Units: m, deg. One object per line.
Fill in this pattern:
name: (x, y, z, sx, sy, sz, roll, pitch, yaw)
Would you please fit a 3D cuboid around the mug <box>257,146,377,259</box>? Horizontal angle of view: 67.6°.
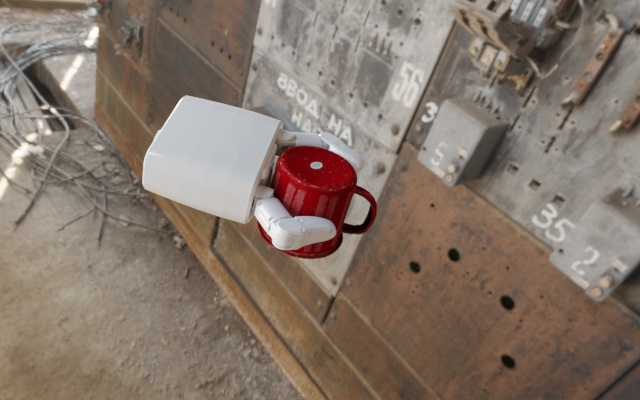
mug: (0.002, 0.002, 0.484, 0.117, 0.081, 0.093, 16, 34, -2)
